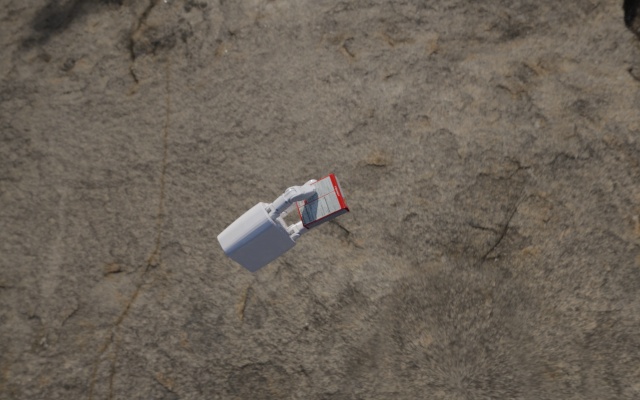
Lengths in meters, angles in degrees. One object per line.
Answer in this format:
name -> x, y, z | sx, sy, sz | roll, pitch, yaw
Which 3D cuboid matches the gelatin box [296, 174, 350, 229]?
gelatin box -> 0.000, 0.003, 0.884 | 0.089, 0.073, 0.030 | -25, -24, 15
